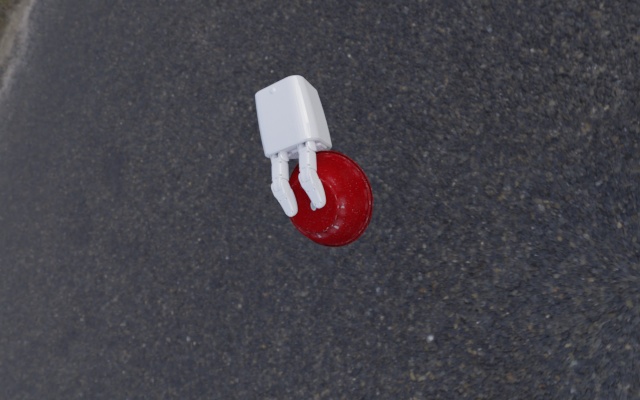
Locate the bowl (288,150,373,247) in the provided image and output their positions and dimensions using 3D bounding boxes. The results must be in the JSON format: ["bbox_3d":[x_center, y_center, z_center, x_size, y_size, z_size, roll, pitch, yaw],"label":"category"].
[{"bbox_3d":[0.001,0.004,0.762,0.162,0.162,0.055,0,10,30],"label":"bowl"}]
